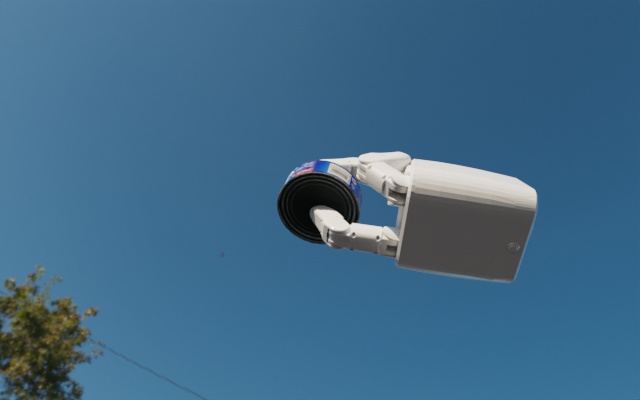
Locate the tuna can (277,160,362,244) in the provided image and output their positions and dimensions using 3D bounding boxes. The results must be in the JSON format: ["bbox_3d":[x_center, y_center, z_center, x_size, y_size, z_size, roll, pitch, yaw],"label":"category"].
[{"bbox_3d":[0.000,0.001,0.501,0.086,0.086,0.033,0,30,11],"label":"tuna can"}]
